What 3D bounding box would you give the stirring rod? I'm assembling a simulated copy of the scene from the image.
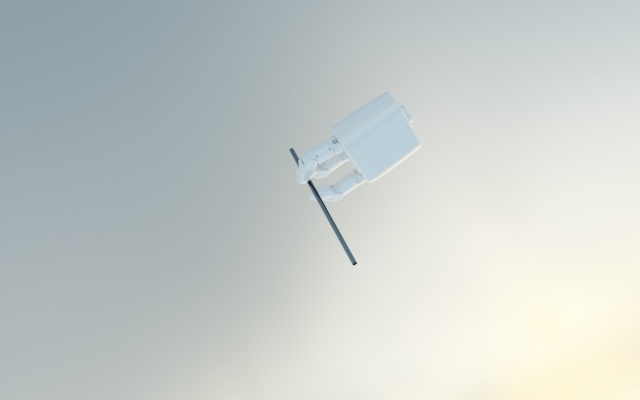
[{"bbox_3d":[0.000,0.002,0.753,0.011,0.239,0.011,-20,-32,-14],"label":"stirring rod"}]
